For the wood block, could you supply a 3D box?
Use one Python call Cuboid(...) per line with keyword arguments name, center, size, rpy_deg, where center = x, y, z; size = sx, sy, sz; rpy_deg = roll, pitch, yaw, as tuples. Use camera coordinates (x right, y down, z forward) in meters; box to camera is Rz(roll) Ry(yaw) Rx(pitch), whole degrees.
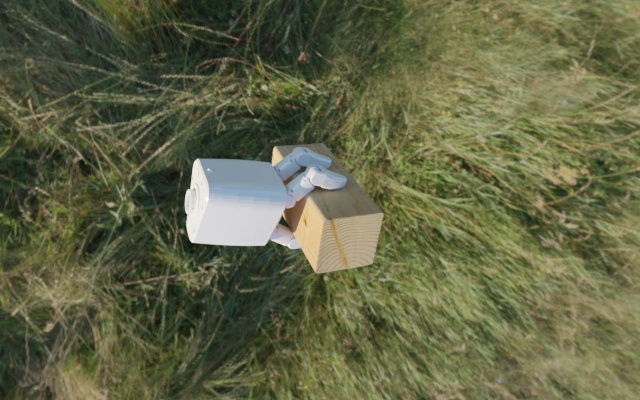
Cuboid(name="wood block", center=(0.000, 0.003, 0.707), size=(0.090, 0.091, 0.206), rpy_deg=(-7, 35, -22))
